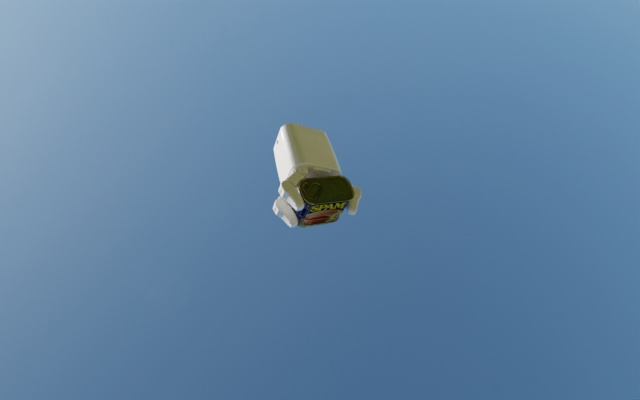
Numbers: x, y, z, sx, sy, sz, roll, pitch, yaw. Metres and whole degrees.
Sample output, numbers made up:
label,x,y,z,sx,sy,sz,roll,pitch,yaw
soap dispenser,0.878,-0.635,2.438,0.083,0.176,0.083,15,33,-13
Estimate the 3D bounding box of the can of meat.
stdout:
label,x,y,z,sx,sy,sz,roll,pitch,yaw
can of meat,0.000,0.003,0.889,0.102,0.057,0.084,-6,-32,-25
